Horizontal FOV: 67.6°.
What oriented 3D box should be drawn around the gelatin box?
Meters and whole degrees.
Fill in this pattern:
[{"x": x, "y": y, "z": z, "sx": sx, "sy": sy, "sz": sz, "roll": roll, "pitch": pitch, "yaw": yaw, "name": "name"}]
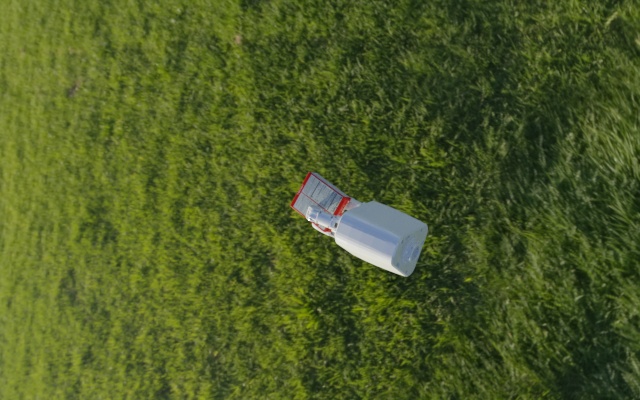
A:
[{"x": 0.000, "y": 0.003, "z": 0.843, "sx": 0.089, "sy": 0.073, "sz": 0.030, "roll": 36, "pitch": 15, "yaw": 25, "name": "gelatin box"}]
